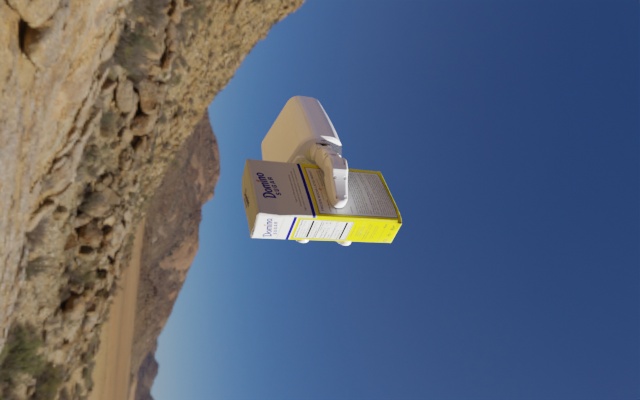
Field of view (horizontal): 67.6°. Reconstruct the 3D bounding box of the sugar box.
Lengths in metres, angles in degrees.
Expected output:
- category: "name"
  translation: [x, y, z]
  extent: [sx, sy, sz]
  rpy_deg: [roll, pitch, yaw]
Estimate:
- category: "sugar box"
  translation: [0.000, 0.002, 0.562]
  extent: [0.176, 0.048, 0.093]
  rpy_deg: [3, 43, -20]
